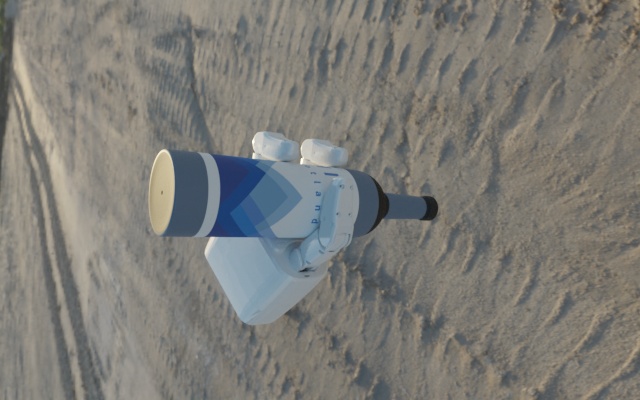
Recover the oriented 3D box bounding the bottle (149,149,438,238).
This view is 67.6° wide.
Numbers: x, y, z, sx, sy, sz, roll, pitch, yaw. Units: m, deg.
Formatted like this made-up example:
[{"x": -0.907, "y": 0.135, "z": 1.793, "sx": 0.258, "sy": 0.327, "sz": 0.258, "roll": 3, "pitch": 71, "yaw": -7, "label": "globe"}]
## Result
[{"x": 0.000, "y": 0.001, "z": 0.444, "sx": 0.296, "sy": 0.069, "sz": 0.069, "roll": 4, "pitch": -2, "yaw": -35, "label": "bottle"}]
